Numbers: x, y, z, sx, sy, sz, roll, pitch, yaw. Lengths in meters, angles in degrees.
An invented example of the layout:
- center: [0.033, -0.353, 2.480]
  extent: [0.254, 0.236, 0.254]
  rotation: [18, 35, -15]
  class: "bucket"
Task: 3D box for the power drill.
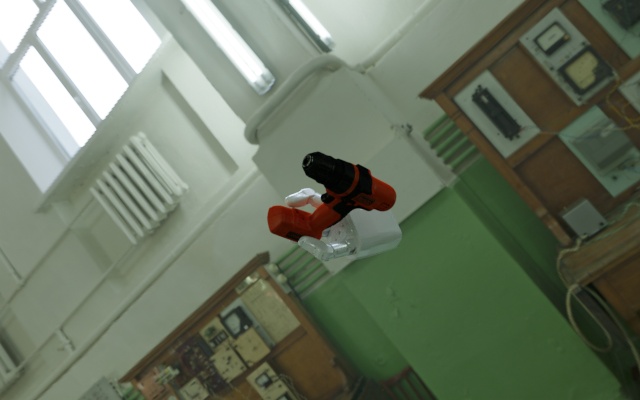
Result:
- center: [0.000, 0.003, 0.761]
  extent: [0.184, 0.057, 0.188]
  rotation: [24, -41, -37]
  class: "power drill"
